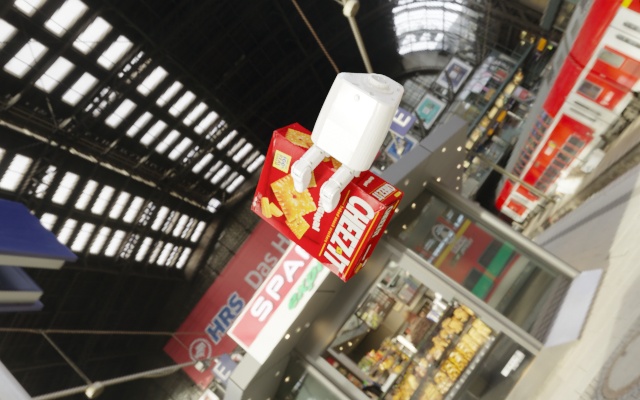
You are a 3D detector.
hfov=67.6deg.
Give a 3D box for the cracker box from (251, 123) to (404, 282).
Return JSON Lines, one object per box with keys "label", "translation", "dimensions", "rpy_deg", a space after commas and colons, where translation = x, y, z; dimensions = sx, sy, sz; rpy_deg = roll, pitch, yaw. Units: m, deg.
{"label": "cracker box", "translation": [0.000, 0.002, 0.766], "dimensions": [0.213, 0.164, 0.072], "rpy_deg": [36, 36, 18]}
